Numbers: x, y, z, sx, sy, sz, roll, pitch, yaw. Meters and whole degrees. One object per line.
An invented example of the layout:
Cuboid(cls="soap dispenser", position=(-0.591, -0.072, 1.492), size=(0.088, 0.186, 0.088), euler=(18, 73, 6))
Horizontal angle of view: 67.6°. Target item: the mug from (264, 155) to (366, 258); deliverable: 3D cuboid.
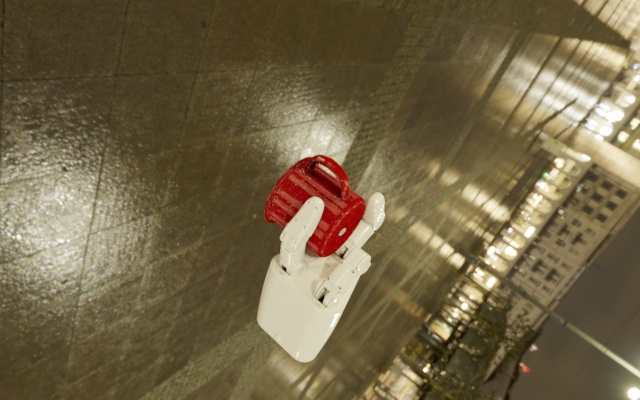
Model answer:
Cuboid(cls="mug", position=(0.001, 0.001, 0.533), size=(0.081, 0.117, 0.093), euler=(37, 43, 19))
